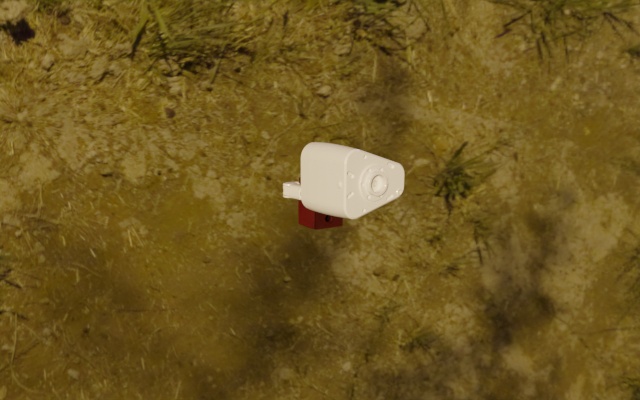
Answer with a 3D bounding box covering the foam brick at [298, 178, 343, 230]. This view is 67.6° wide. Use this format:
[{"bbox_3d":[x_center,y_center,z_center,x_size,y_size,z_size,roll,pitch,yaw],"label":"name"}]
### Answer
[{"bbox_3d":[0.000,0.003,0.747,0.053,0.078,0.051,-6,12,-34],"label":"foam brick"}]
